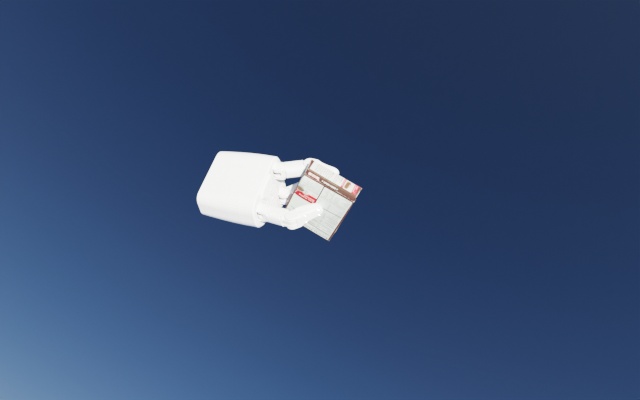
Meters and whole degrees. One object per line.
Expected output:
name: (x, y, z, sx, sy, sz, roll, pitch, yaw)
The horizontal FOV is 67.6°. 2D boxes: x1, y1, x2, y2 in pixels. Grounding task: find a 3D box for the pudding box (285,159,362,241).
pudding box: (0.000, 0.003, 0.751, 0.090, 0.039, 0.114, 29, -42, -1)
